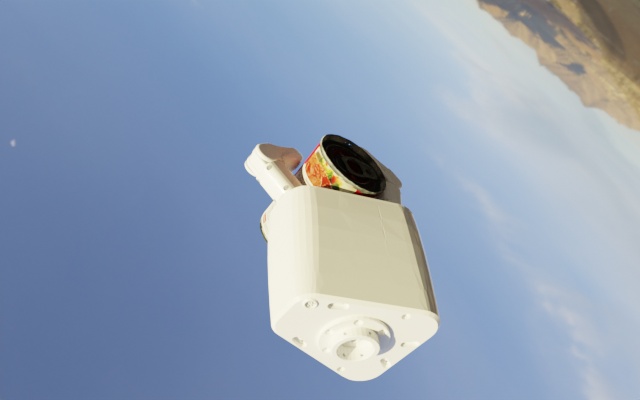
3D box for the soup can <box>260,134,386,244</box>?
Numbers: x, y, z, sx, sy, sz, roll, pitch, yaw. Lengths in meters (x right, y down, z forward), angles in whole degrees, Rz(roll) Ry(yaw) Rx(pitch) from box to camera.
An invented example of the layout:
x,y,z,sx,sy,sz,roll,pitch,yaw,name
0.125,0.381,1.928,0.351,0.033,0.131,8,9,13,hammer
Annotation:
x,y,z,sx,sy,sz,roll,pitch,yaw,name
0.000,0.001,0.424,0.068,0.068,0.102,0,-41,-49,soup can
